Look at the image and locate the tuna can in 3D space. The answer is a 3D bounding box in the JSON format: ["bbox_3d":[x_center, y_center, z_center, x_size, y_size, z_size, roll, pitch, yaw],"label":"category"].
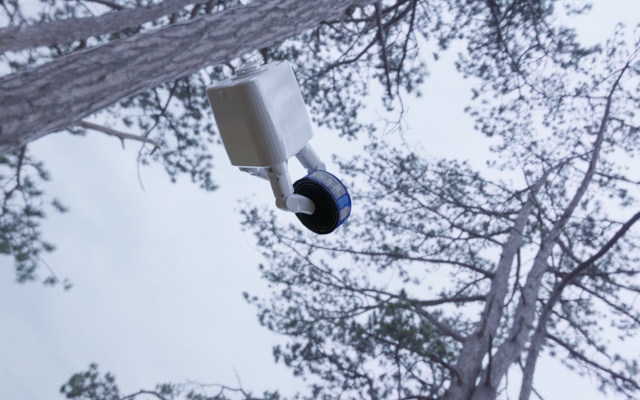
[{"bbox_3d":[0.000,0.002,0.655,0.086,0.086,0.033,0,25,43],"label":"tuna can"}]
